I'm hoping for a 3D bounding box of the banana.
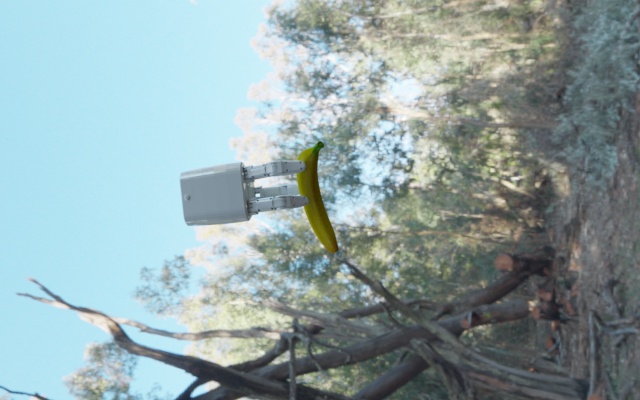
[{"bbox_3d":[-0.009,-0.005,0.807,0.037,0.198,0.069,-19,23,-23],"label":"banana"}]
